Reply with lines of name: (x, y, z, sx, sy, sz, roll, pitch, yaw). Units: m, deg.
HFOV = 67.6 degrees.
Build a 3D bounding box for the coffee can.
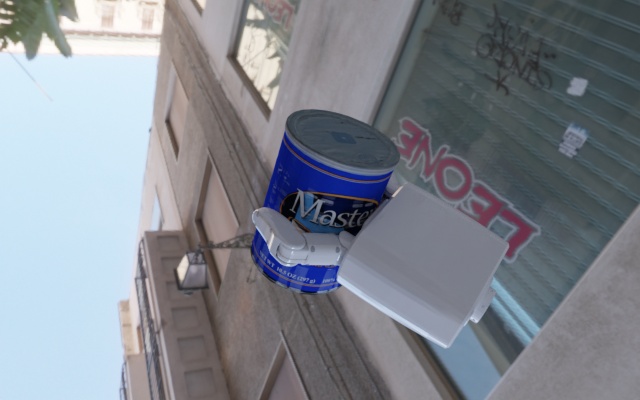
coffee can: (0.000, 0.001, 0.444, 0.103, 0.140, 0.102, 15, 31, -9)
